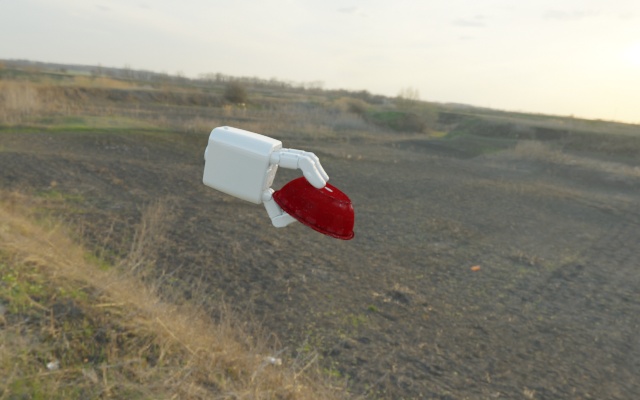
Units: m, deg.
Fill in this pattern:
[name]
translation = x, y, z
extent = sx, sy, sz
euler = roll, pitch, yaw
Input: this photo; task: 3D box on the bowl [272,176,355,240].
[bowl]
translation = 0.002, 0.003, 0.828
extent = 0.162, 0.055, 0.162
euler = 27, 13, -7
